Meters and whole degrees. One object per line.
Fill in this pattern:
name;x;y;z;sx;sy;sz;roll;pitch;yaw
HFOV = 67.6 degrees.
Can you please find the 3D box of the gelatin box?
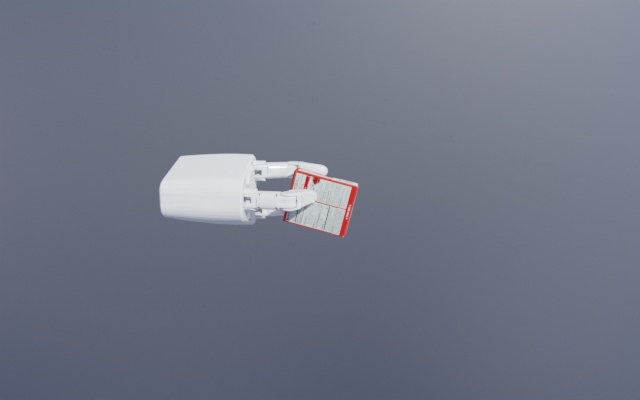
gelatin box;0.000;0.002;0.650;0.089;0.073;0.030;15;12;3
